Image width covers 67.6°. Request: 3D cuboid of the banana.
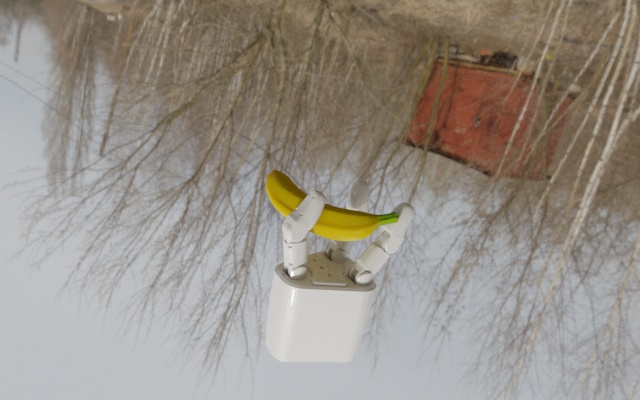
[{"bbox_3d":[-0.010,0.007,0.565,0.197,0.037,0.069,23,28,35],"label":"banana"}]
